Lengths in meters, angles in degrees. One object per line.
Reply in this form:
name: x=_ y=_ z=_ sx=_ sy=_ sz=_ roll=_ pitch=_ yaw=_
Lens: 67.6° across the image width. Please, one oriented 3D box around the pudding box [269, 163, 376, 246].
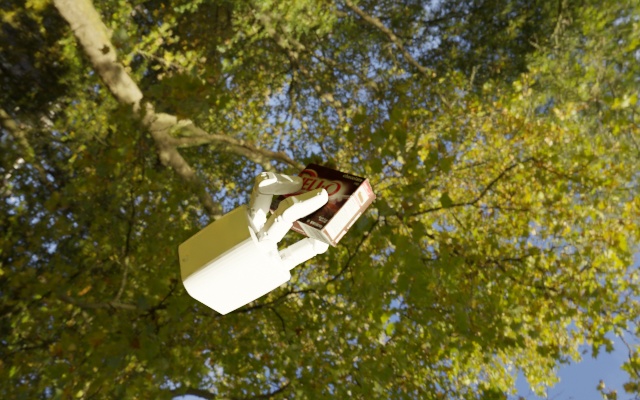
pudding box: x=0.000 y=0.002 z=0.611 sx=0.113 sy=0.090 sz=0.039 roll=21 pitch=-28 yaw=44
